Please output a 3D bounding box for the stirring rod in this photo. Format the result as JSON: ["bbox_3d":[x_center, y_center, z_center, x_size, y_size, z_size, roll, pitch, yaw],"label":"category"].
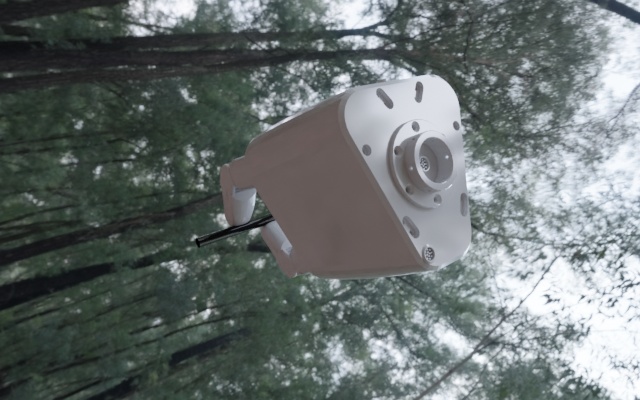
[{"bbox_3d":[0.000,0.001,0.434,0.239,0.011,0.011,-18,10,-34],"label":"stirring rod"}]
